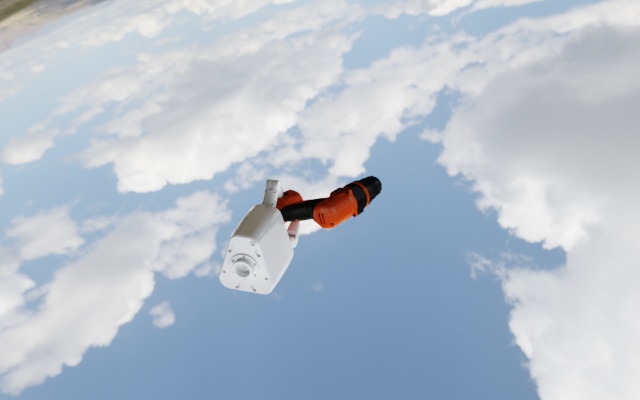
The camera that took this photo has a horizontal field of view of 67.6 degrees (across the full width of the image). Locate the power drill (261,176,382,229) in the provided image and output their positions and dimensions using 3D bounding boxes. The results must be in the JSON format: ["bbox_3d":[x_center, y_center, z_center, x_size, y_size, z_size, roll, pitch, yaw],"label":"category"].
[{"bbox_3d":[0.000,0.003,0.863,0.187,0.057,0.184,-8,13,38],"label":"power drill"}]
